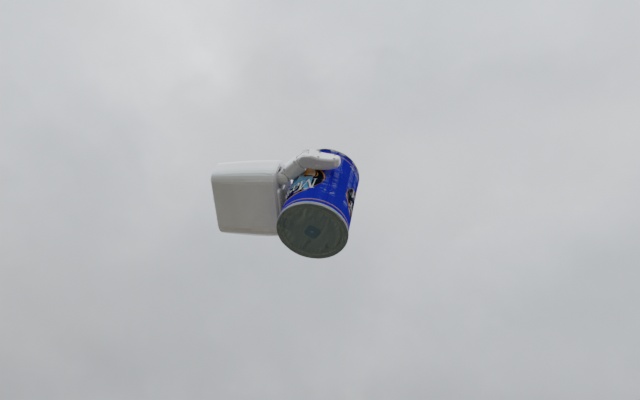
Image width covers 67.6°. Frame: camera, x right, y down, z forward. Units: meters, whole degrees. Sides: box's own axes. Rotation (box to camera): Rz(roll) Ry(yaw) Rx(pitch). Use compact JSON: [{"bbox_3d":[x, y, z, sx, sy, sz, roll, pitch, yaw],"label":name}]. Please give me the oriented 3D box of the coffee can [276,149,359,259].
[{"bbox_3d":[0.000,0.002,0.719,0.103,0.103,0.140,0,38,13],"label":"coffee can"}]
